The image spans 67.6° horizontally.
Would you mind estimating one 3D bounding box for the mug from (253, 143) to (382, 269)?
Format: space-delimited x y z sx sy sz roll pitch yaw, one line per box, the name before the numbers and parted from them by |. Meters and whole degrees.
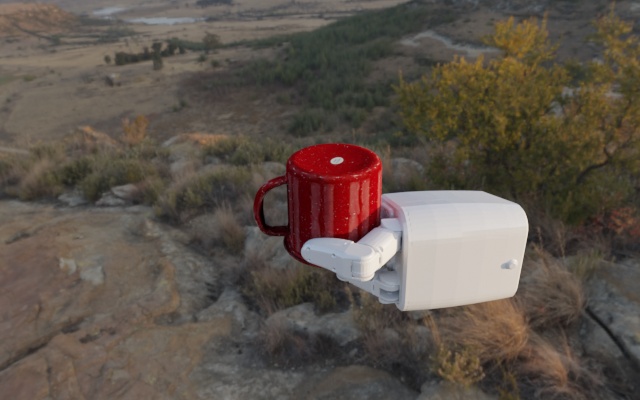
mug | -0.001 0.001 0.417 0.117 0.081 0.093 -5 27 -7
